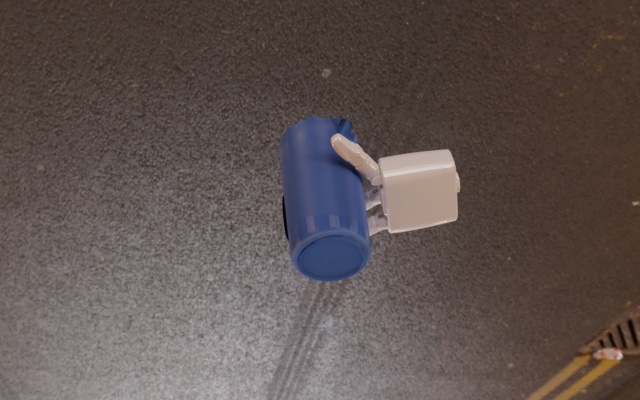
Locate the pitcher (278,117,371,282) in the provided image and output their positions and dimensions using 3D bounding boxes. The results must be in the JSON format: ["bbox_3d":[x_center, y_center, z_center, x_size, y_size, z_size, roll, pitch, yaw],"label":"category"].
[{"bbox_3d":[0.000,0.002,0.719,0.145,0.149,0.242,-10,44,4],"label":"pitcher"}]
